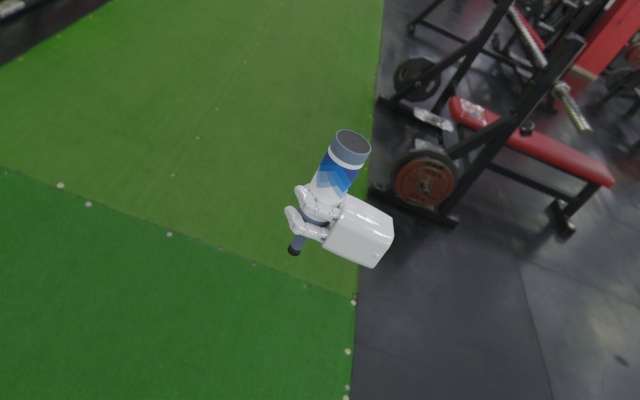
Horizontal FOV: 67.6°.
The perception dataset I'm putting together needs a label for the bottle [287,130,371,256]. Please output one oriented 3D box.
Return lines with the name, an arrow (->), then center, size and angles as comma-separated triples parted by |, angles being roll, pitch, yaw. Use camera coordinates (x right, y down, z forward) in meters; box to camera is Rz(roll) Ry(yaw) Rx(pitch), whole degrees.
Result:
bottle -> 0.000, 0.003, 0.895 | 0.069, 0.069, 0.296 | 0, -44, -32
